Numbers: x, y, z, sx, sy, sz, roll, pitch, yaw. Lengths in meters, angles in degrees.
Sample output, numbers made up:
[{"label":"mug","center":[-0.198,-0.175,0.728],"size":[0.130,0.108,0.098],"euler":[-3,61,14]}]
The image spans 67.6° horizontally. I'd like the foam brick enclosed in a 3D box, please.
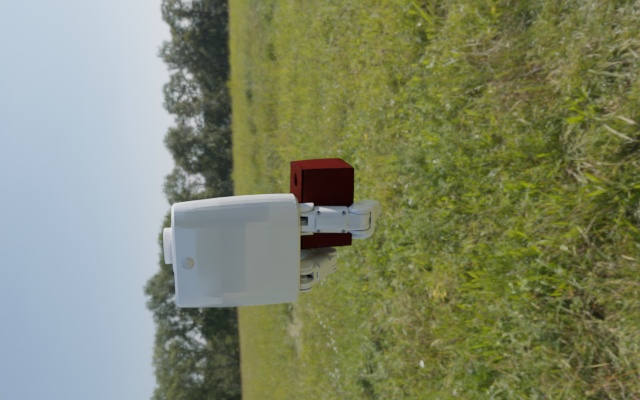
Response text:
[{"label":"foam brick","center":[0.000,0.001,0.459],"size":[0.051,0.078,0.053],"euler":[-2,14,-13]}]
